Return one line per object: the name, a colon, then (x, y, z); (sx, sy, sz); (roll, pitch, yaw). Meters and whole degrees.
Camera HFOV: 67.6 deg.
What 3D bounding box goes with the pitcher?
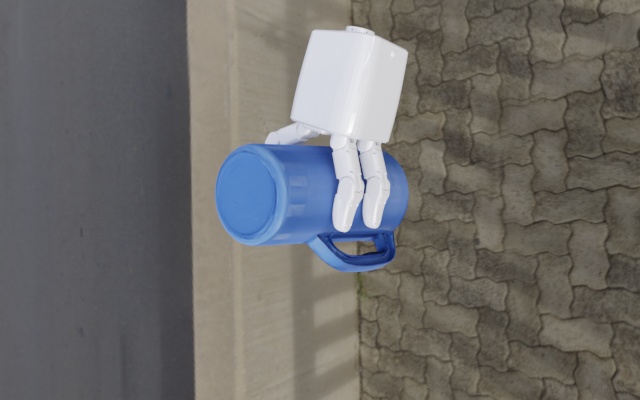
pitcher: (0.000, 0.002, 0.584); (0.149, 0.145, 0.243); (22, 14, 36)
